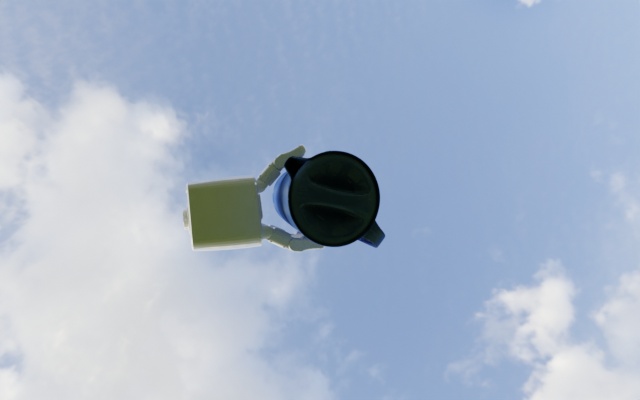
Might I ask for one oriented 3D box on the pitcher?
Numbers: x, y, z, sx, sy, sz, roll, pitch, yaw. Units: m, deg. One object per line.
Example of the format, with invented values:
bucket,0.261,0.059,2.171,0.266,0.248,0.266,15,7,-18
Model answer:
pitcher,0.000,0.002,0.768,0.145,0.149,0.243,-7,3,-14
